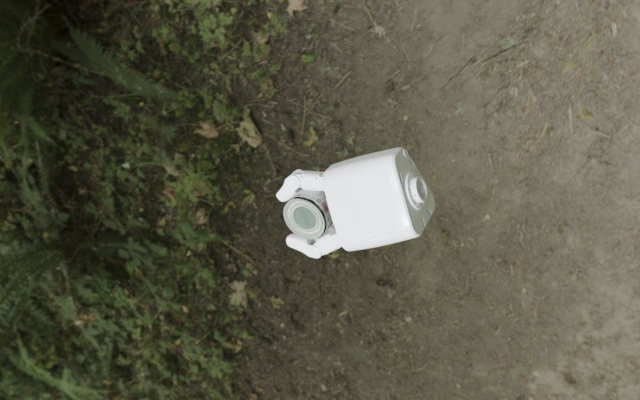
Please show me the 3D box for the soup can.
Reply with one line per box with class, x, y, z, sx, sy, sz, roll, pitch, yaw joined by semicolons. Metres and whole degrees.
soup can;0.000;0.002;0.687;0.068;0.068;0.102;0;28;31
